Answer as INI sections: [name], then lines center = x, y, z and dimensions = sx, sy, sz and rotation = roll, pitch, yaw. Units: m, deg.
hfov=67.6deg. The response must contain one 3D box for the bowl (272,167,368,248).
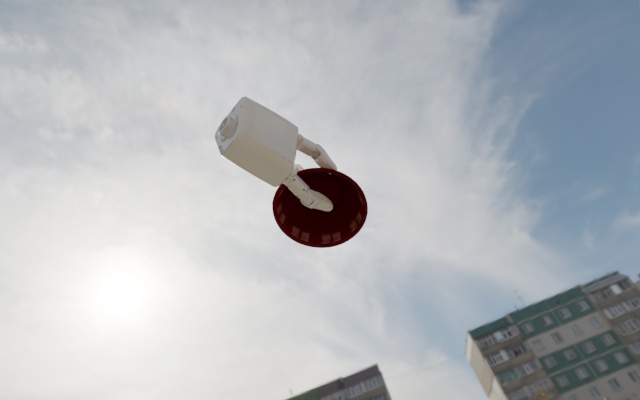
[bowl]
center = 0.001, 0.003, 0.826
dimensions = 0.162, 0.162, 0.055
rotation = 0, 32, 3
